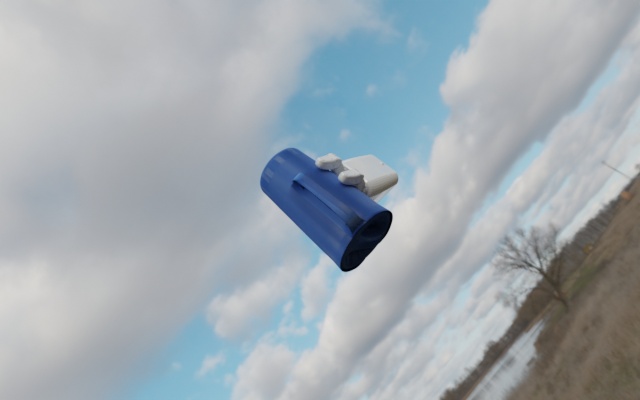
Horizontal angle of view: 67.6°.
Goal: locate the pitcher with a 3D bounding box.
[{"bbox_3d":[0.000,0.003,0.867,0.242,0.149,0.145,39,39,26],"label":"pitcher"}]
